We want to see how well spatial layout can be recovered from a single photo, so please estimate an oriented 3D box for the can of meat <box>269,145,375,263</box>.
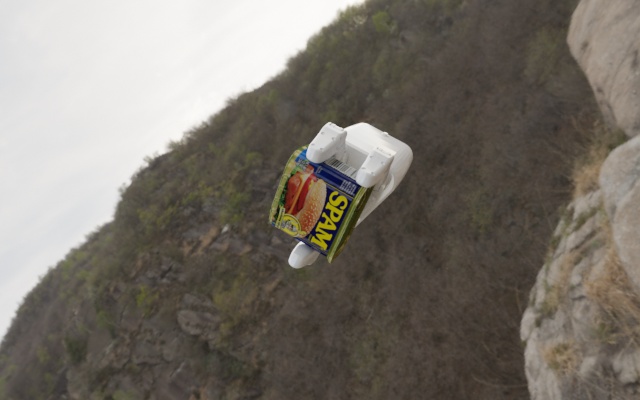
[{"bbox_3d":[0.000,0.002,0.509,0.084,0.102,0.057,30,32,11],"label":"can of meat"}]
